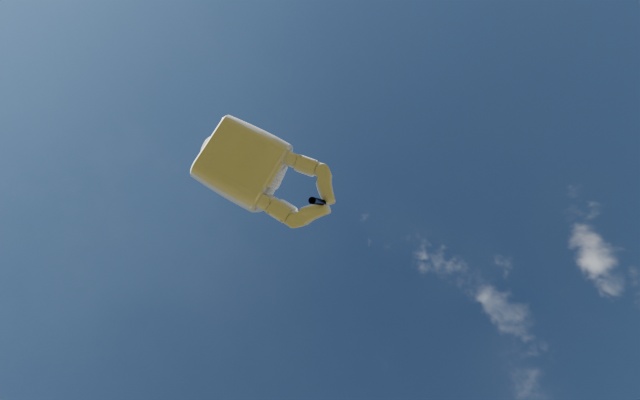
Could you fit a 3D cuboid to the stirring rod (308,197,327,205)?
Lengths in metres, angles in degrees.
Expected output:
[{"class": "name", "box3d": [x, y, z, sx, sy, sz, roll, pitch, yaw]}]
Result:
[{"class": "stirring rod", "box3d": [0.000, 0.002, 0.627, 0.011, 0.011, 0.239, 0, -1, 4]}]
